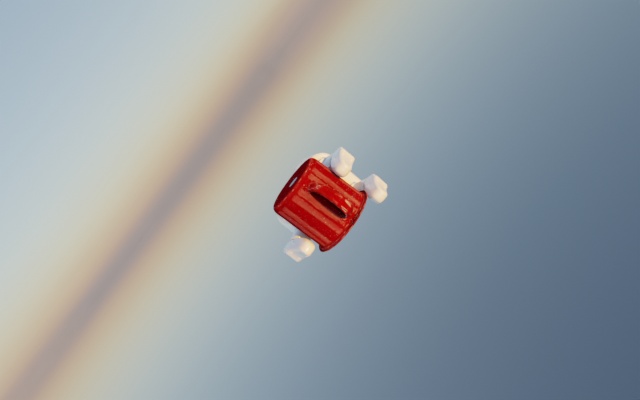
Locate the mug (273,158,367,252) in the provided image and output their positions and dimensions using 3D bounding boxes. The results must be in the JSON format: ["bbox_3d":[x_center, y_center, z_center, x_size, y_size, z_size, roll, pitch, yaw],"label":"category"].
[{"bbox_3d":[0.000,0.002,0.569,0.081,0.093,0.117,37,-11,-13],"label":"mug"}]
